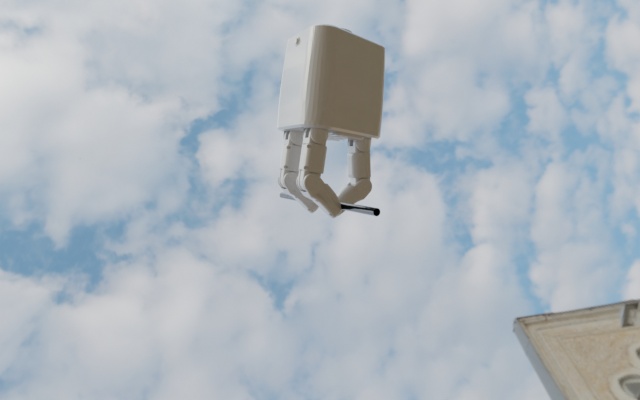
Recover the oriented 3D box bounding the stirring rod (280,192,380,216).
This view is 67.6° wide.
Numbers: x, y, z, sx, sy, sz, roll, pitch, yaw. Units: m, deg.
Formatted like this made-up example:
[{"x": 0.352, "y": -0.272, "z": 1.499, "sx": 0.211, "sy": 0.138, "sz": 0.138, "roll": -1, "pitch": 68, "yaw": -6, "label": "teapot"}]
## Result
[{"x": 0.000, "y": 0.002, "z": 0.564, "sx": 0.011, "sy": 0.011, "sz": 0.239, "roll": 0, "pitch": 4, "yaw": -27, "label": "stirring rod"}]
